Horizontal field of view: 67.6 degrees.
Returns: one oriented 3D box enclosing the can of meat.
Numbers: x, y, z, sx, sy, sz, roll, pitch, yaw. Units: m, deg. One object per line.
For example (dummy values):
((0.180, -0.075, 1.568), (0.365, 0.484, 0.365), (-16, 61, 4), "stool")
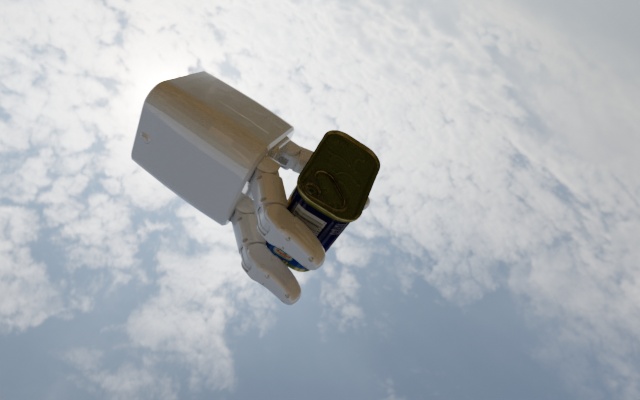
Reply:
((0.000, 0.002, 0.418), (0.057, 0.084, 0.102), (32, 42, -4), "can of meat")
